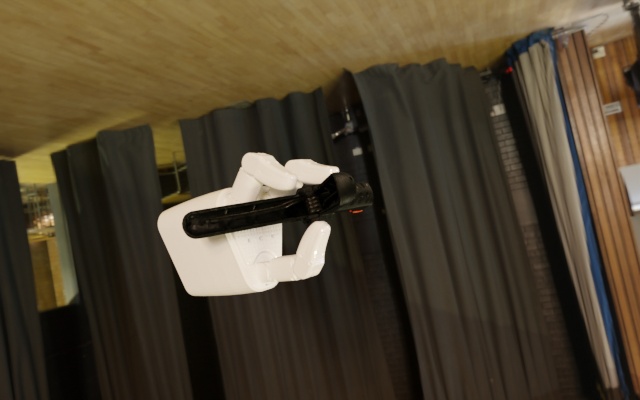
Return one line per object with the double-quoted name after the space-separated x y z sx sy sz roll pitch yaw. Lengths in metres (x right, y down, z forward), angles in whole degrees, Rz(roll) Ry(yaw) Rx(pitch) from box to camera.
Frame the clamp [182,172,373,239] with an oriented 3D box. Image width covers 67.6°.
0.000 0.002 0.456 0.164 0.036 0.210 -13 -4 35 "clamp"
